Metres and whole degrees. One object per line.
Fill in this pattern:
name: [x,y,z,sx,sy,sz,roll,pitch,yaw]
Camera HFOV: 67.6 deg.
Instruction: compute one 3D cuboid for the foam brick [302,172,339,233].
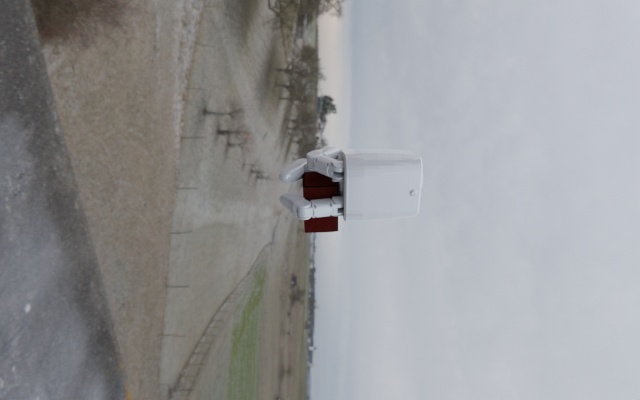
foam brick: [0.000,0.003,0.706,0.051,0.078,0.053,-2,28,-2]
